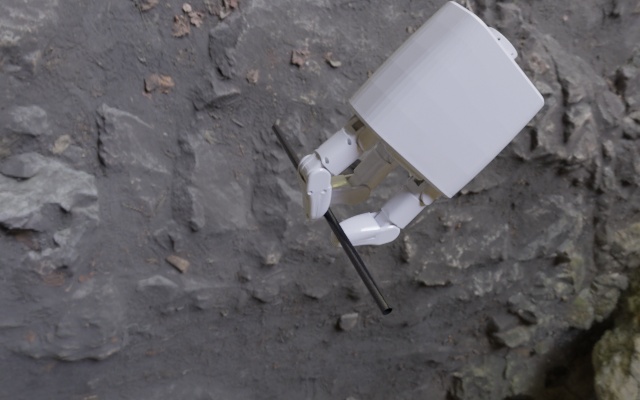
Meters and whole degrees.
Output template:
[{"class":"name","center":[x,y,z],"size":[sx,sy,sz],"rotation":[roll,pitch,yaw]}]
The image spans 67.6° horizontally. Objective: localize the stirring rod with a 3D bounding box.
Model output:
[{"class":"stirring rod","center":[0.000,0.001,0.415],"size":[0.011,0.011,0.239],"rotation":[0,40,-31]}]
